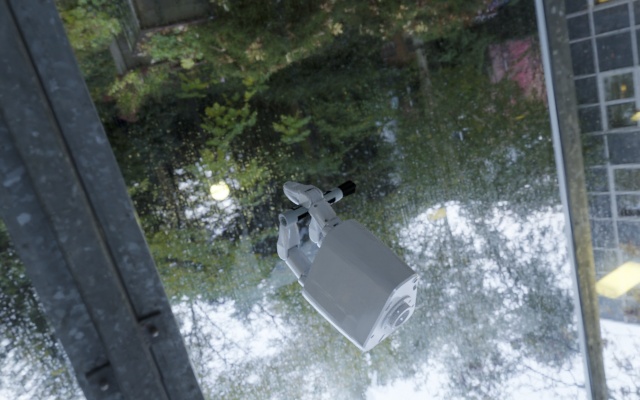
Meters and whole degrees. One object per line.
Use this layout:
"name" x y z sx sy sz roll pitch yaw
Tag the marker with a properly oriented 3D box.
"marker" 0.000 0.002 0.606 0.121 0.020 0.020 -26 15 -34
